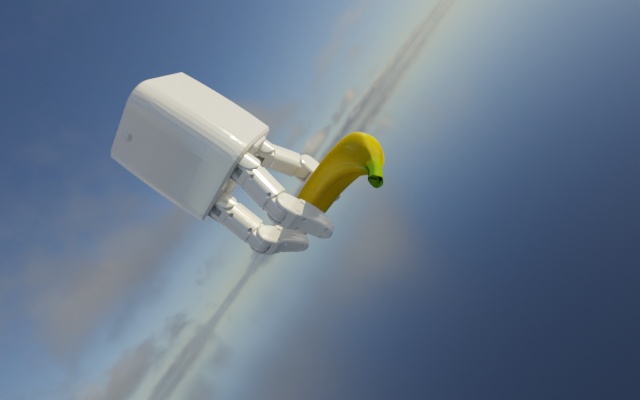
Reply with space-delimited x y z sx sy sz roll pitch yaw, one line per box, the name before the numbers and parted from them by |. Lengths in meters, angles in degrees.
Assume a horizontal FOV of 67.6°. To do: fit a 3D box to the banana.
banana | 0.009 -0.014 0.446 0.037 0.069 0.198 32 -28 -9
